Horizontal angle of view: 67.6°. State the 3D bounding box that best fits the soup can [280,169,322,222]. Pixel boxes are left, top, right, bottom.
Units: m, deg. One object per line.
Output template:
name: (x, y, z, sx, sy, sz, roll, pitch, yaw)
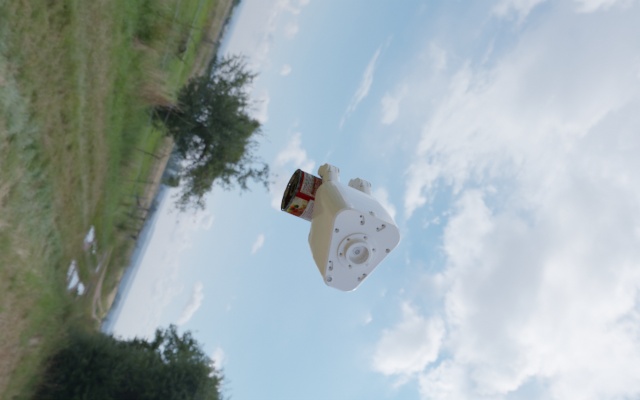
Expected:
soup can: (0.000, 0.002, 0.717, 0.102, 0.068, 0.068, 22, -7, -16)
